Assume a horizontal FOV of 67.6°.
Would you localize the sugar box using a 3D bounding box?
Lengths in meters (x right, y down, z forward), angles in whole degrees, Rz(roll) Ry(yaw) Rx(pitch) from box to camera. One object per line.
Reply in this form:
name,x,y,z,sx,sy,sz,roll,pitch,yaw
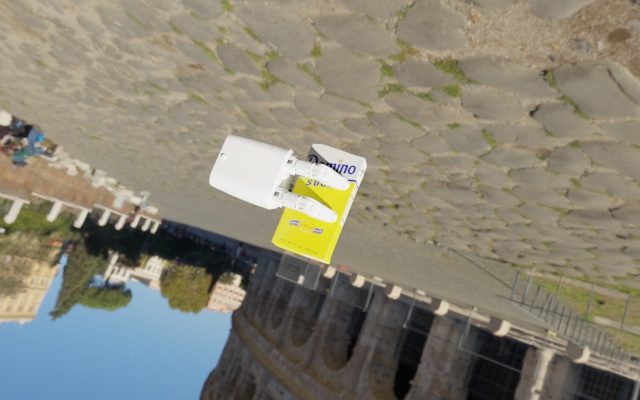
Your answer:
sugar box,0.000,0.002,0.757,0.093,0.176,0.048,18,-10,13
